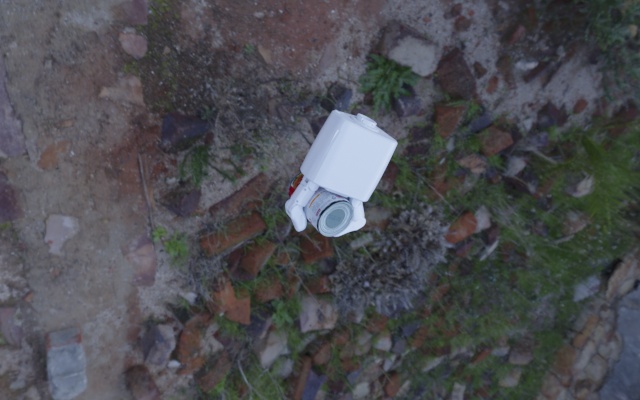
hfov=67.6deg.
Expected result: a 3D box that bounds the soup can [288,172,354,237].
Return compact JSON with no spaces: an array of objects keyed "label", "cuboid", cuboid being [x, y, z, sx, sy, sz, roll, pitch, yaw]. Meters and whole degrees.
[{"label":"soup can","cuboid":[0.000,0.003,0.766,0.068,0.068,0.102,0,32,-36]}]
